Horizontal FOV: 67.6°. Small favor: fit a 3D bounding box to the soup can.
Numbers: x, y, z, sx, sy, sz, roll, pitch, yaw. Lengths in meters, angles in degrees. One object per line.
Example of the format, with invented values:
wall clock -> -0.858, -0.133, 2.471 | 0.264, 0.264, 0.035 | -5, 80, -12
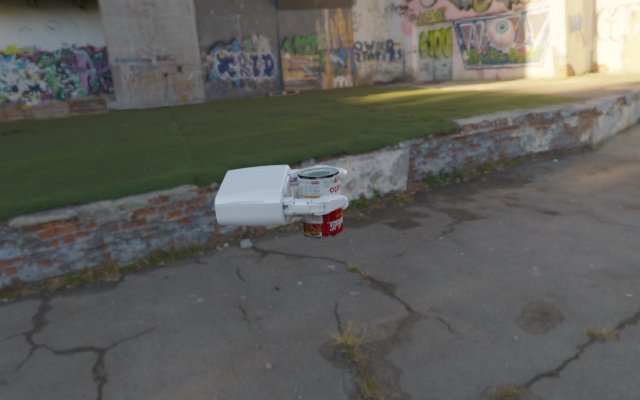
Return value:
soup can -> 0.001, 0.002, 0.772 | 0.068, 0.102, 0.068 | -4, 17, 1
